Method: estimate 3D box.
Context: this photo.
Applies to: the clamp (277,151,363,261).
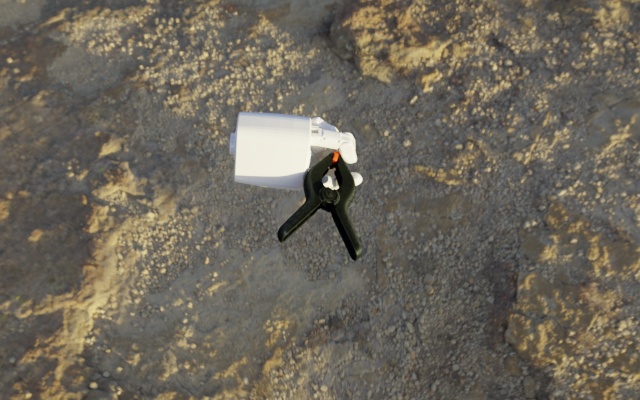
[{"bbox_3d":[0.000,0.002,0.694,0.120,0.171,0.039,10,-33,-16],"label":"clamp"}]
